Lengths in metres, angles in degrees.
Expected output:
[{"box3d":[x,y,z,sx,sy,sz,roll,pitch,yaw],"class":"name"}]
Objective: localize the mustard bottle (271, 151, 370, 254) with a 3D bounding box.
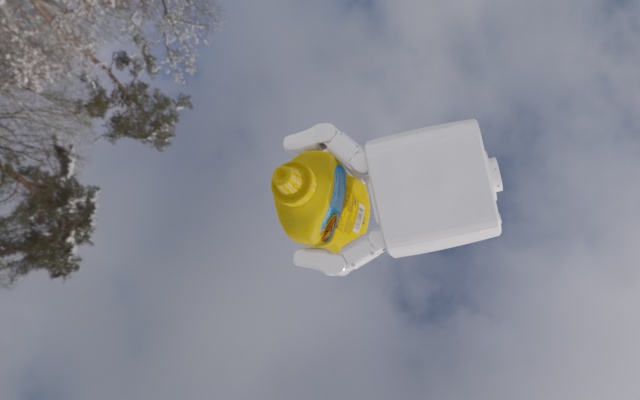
[{"box3d":[0.000,0.002,0.496,0.058,0.096,0.192,11,-10,23],"class":"mustard bottle"}]
